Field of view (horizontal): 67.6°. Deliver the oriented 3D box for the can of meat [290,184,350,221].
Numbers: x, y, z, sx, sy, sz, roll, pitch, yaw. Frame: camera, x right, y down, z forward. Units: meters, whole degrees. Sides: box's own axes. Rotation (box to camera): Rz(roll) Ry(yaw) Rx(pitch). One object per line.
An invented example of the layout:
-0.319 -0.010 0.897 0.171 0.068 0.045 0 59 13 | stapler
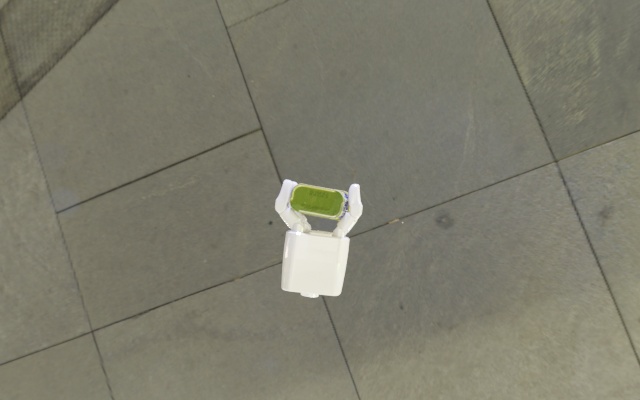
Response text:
0.000 0.003 0.871 0.102 0.057 0.084 10 0 10 | can of meat
